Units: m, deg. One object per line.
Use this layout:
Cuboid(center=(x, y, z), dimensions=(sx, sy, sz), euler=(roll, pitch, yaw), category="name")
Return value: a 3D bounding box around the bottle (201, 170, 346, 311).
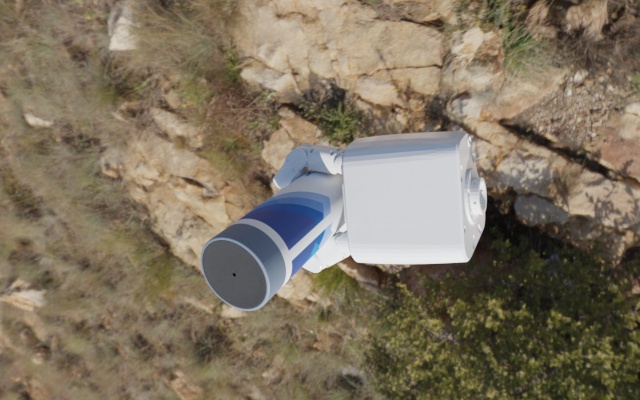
Cuboid(center=(0.000, 0.002, 0.489), dimensions=(0.069, 0.069, 0.295), euler=(0, 23, 30), category="bottle")
